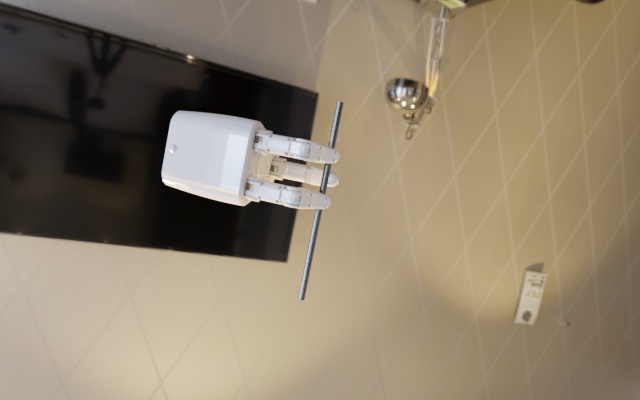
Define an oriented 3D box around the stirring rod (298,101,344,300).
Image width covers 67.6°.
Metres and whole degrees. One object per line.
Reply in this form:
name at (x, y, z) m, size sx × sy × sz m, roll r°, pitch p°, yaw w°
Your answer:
stirring rod at (0.000, 0.002, 0.571) m, size 0.011 × 0.239 × 0.011 m, roll 11°, pitch 4°, yaw -1°
